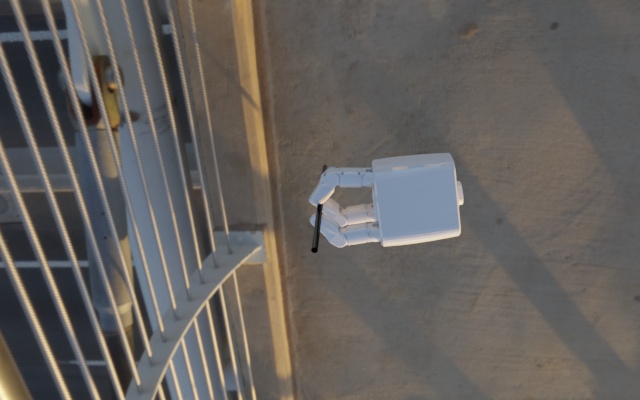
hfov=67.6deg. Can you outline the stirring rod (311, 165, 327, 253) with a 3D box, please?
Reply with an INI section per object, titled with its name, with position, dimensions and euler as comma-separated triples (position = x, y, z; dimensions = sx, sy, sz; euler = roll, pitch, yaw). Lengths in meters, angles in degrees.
[stirring rod]
position = 0.000, 0.002, 0.671
dimensions = 0.011, 0.011, 0.239
euler = 0, 28, 4
